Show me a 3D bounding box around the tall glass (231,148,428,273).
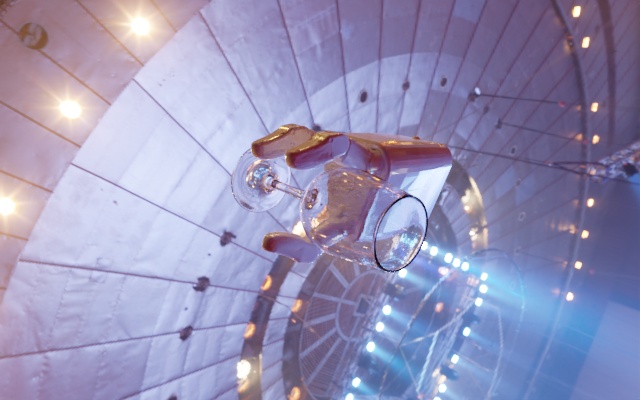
[{"bbox_3d":[0.000,0.001,0.436,0.079,0.079,0.201,0,14,-40],"label":"tall glass"}]
